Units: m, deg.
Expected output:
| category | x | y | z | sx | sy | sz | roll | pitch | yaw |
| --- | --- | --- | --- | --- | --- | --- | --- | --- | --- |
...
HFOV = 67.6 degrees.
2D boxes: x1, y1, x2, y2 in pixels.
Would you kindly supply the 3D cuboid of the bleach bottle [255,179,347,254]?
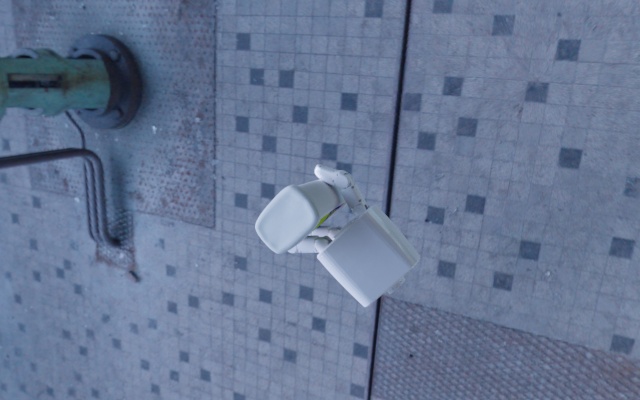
| category | x | y | z | sx | sy | sz | roll | pitch | yaw |
| --- | --- | --- | --- | --- | --- | --- | --- | --- | --- |
| bleach bottle | 0.000 | 0.003 | 0.752 | 0.102 | 0.068 | 0.250 | -45 | -7 | 26 |
